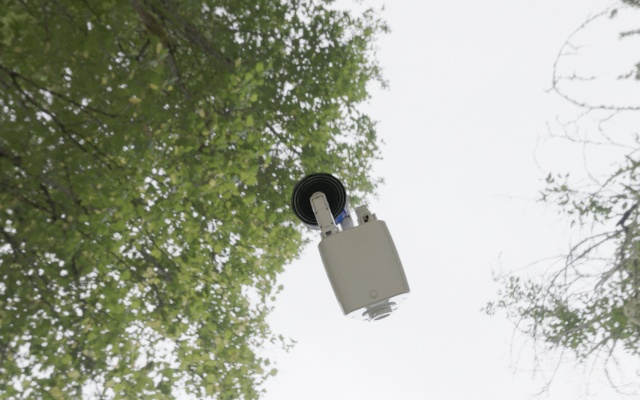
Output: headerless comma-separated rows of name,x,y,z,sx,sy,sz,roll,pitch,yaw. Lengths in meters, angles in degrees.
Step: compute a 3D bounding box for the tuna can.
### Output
tuna can,0.000,0.003,0.733,0.086,0.086,0.034,0,-20,13
